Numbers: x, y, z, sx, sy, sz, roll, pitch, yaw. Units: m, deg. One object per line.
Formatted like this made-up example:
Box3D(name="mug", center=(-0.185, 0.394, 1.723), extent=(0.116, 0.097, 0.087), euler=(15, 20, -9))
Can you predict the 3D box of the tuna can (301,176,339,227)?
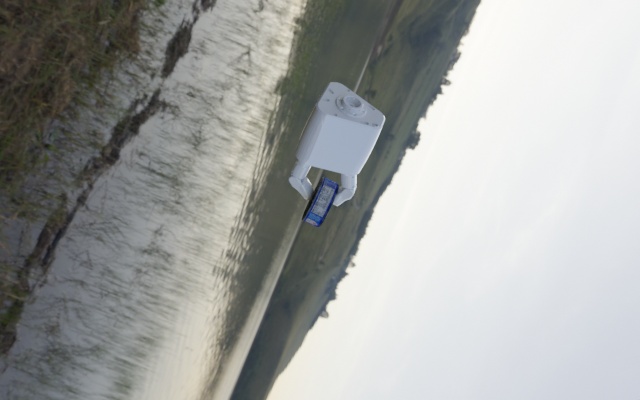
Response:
Box3D(name="tuna can", center=(0.001, 0.003, 0.837), extent=(0.034, 0.086, 0.086), euler=(26, -2, -5))
